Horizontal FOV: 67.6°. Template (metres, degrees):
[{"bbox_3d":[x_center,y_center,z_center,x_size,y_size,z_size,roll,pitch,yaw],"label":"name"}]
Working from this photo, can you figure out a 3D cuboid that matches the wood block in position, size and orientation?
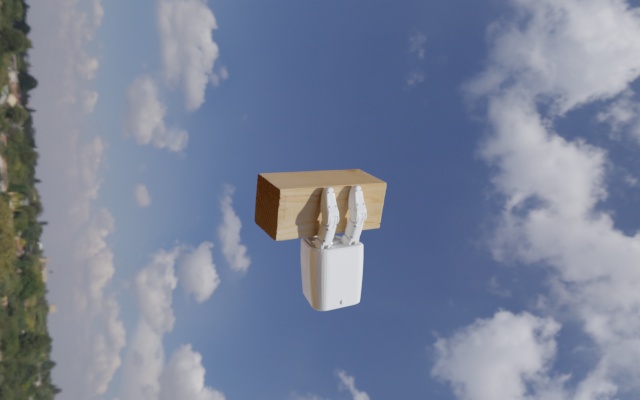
[{"bbox_3d":[0.000,0.003,0.827,0.206,0.090,0.090,-5,21,-31],"label":"wood block"}]
